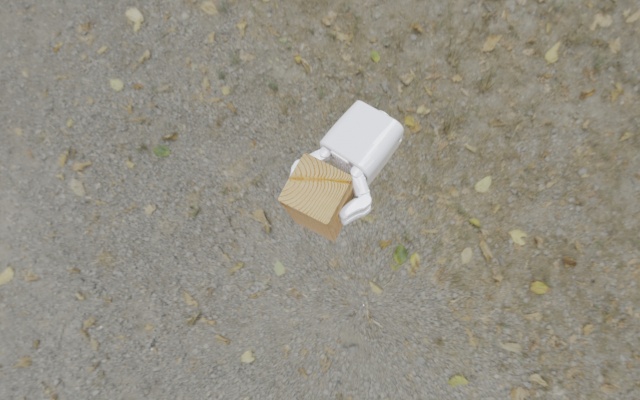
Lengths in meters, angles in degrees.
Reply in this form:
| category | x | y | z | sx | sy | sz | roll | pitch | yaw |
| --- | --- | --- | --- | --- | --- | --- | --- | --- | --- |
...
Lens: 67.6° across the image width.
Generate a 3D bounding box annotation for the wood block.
| category | x | y | z | sx | sy | sz | roll | pitch | yaw |
| --- | --- | --- | --- | --- | --- | --- | --- | --- | --- |
| wood block | 0.000 | 0.002 | 0.841 | 0.091 | 0.090 | 0.206 | 27 | -9 | 10 |
